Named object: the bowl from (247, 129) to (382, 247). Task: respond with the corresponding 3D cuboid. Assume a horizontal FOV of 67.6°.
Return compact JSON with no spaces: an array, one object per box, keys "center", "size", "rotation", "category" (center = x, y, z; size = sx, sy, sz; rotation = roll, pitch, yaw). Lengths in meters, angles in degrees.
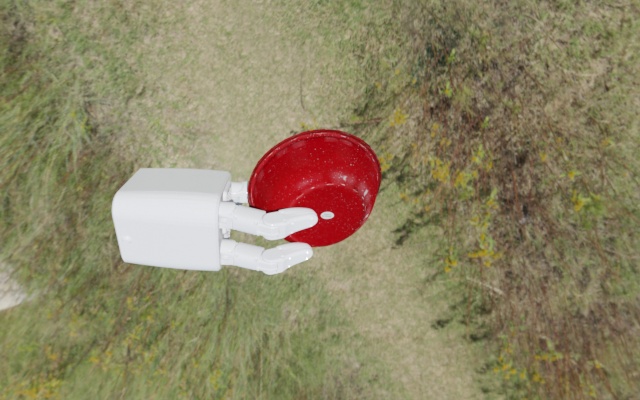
[{"center":[0.001,0.002,0.544],"size":[0.162,0.162,0.055],"rotation":[0,39,-16],"category":"bowl"}]
